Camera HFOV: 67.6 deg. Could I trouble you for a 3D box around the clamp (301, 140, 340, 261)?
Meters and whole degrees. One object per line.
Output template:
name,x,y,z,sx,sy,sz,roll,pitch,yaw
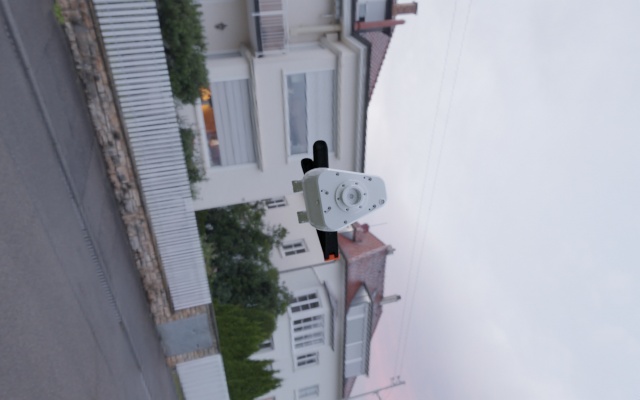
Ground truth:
clamp,0.001,0.003,0.866,0.036,0.210,0.164,-10,3,-10
